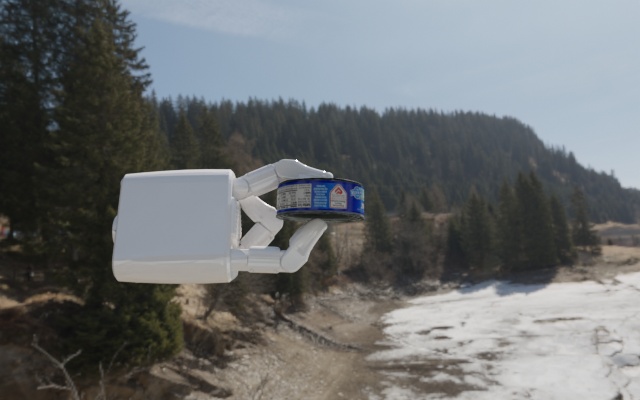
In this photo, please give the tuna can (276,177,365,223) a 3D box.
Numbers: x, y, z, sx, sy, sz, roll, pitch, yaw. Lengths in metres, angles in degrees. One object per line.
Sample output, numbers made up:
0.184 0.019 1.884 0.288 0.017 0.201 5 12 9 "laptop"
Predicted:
0.000 0.001 0.464 0.086 0.033 0.086 1 -8 0 "tuna can"
